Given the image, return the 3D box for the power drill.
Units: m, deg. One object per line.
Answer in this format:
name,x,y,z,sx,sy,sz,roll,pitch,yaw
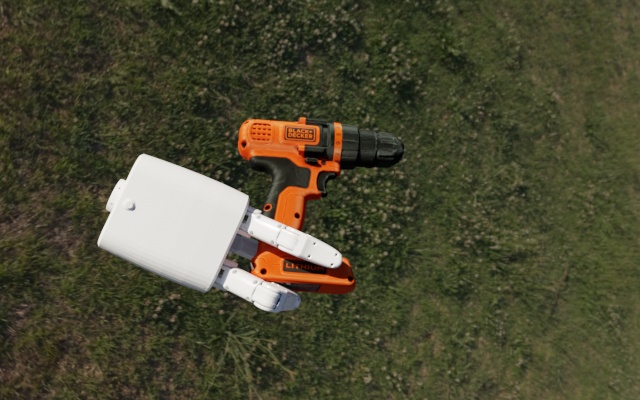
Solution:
power drill,0.000,0.002,0.507,0.184,0.187,0.057,3,-23,-4
